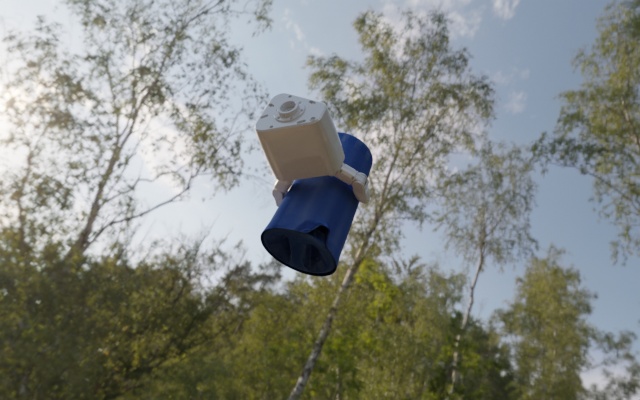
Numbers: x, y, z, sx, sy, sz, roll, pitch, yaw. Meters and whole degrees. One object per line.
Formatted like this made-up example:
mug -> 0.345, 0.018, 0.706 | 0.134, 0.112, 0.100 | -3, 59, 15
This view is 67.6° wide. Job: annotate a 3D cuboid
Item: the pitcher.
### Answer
pitcher -> 0.000, 0.003, 0.835 | 0.149, 0.242, 0.145 | 7, -38, 27
